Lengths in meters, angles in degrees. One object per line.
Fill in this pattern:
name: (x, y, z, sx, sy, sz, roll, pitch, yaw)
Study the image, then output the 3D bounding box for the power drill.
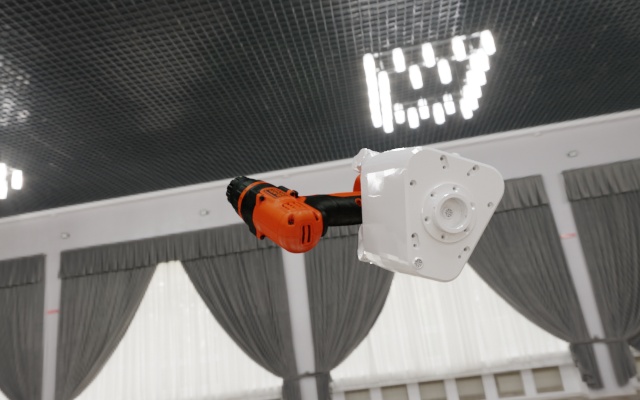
power drill: (0.001, 0.002, 0.548, 0.187, 0.057, 0.184, -9, 21, -28)
